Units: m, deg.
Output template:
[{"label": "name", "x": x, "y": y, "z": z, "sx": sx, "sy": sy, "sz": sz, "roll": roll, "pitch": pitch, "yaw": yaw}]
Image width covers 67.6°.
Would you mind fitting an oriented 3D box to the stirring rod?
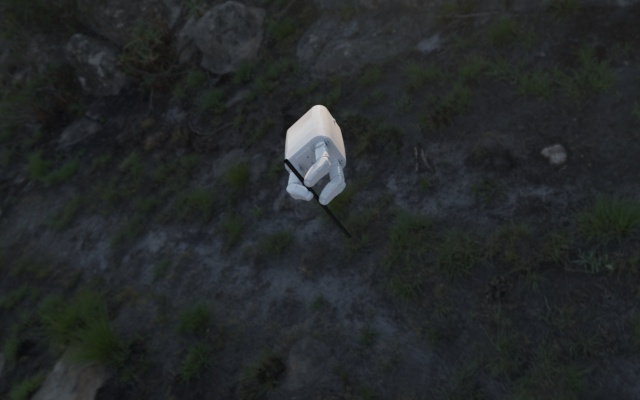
[{"label": "stirring rod", "x": 0.000, "y": 0.003, "z": 0.885, "sx": 0.011, "sy": 0.011, "sz": 0.240, "roll": 0, "pitch": -36, "yaw": 37}]
